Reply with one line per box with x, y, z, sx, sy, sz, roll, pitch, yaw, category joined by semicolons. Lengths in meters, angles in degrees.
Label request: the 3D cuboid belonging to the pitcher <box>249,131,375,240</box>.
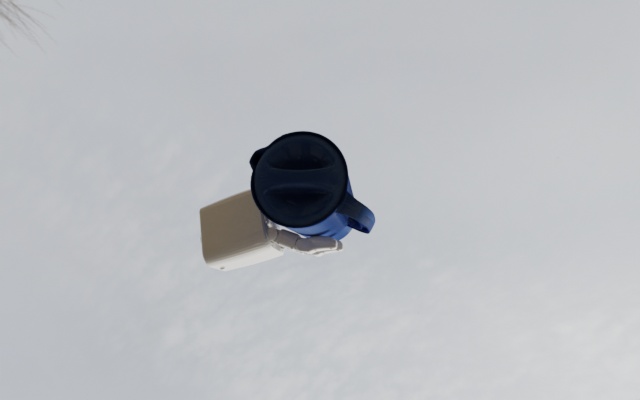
0.000;0.002;0.734;0.145;0.149;0.243;-19;-16;6;pitcher
